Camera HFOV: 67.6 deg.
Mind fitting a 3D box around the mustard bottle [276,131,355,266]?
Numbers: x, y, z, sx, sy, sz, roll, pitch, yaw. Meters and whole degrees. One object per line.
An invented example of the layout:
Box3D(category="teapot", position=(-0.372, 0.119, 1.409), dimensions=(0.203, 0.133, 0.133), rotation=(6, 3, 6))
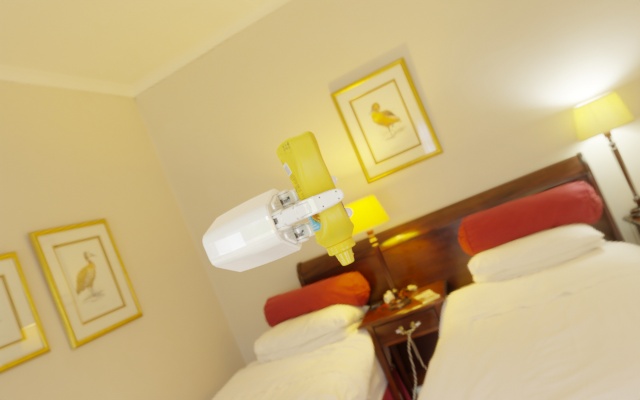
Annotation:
Box3D(category="mustard bottle", position=(0.000, 0.002, 0.679), dimensions=(0.058, 0.191, 0.096), rotation=(-23, -2, -14))
